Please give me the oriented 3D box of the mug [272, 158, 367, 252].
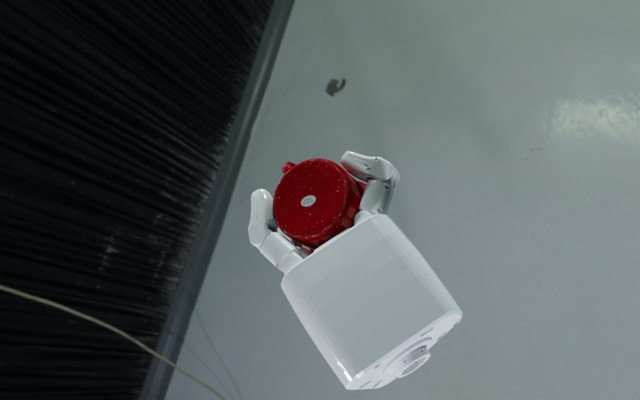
[{"bbox_3d":[-0.001,0.000,0.475,0.093,0.117,0.081,-42,-32,8],"label":"mug"}]
